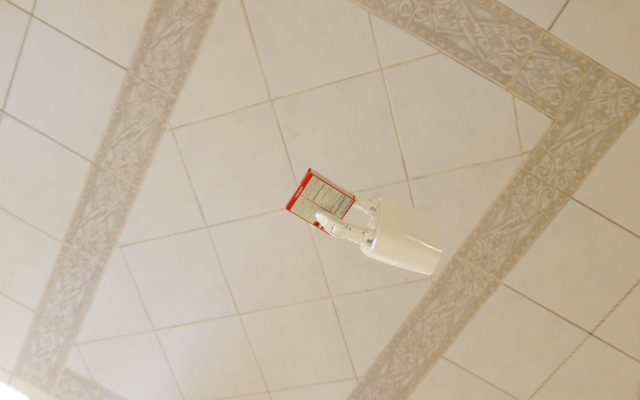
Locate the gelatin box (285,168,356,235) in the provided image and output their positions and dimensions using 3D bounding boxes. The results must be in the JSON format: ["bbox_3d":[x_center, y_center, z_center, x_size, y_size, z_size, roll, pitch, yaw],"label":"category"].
[{"bbox_3d":[0.000,0.002,0.761,0.089,0.073,0.030,31,17,-11],"label":"gelatin box"}]
